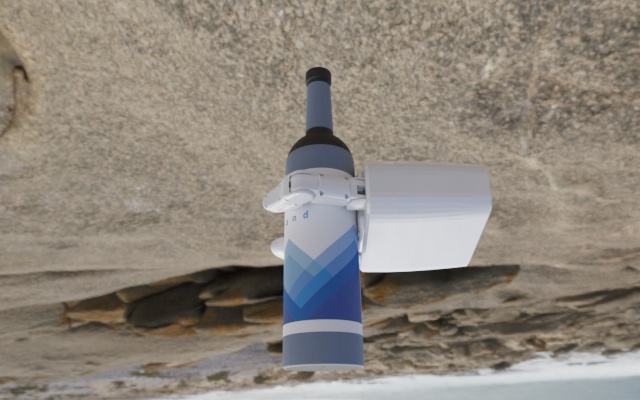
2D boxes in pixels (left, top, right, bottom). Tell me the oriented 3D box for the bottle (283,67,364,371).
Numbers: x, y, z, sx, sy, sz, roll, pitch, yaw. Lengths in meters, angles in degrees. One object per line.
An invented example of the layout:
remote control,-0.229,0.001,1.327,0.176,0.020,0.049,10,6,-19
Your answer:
bottle,0.000,0.002,0.446,0.069,0.295,0.069,-1,-24,0
